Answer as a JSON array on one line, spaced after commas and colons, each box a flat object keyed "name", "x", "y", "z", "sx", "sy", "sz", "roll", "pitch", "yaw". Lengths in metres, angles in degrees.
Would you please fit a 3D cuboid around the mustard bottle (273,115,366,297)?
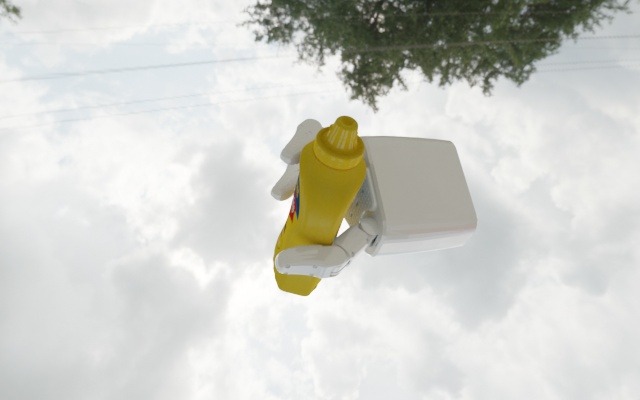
[{"name": "mustard bottle", "x": 0.000, "y": 0.002, "z": 0.439, "sx": 0.058, "sy": 0.096, "sz": 0.192, "roll": 16, "pitch": -43, "yaw": -3}]
